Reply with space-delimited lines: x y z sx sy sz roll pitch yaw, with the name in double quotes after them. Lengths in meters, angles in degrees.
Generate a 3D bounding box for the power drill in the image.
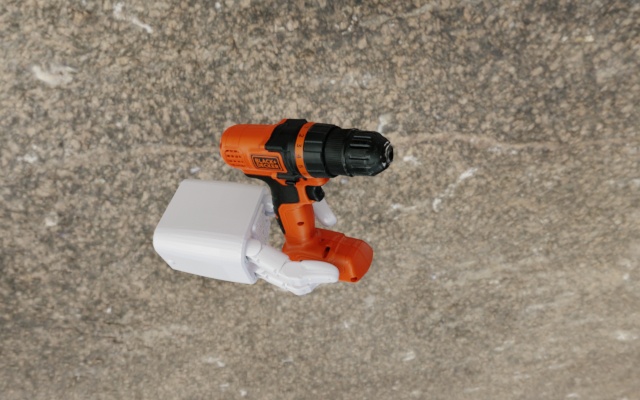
0.000 0.002 0.496 0.184 0.188 0.057 8 44 32 "power drill"
